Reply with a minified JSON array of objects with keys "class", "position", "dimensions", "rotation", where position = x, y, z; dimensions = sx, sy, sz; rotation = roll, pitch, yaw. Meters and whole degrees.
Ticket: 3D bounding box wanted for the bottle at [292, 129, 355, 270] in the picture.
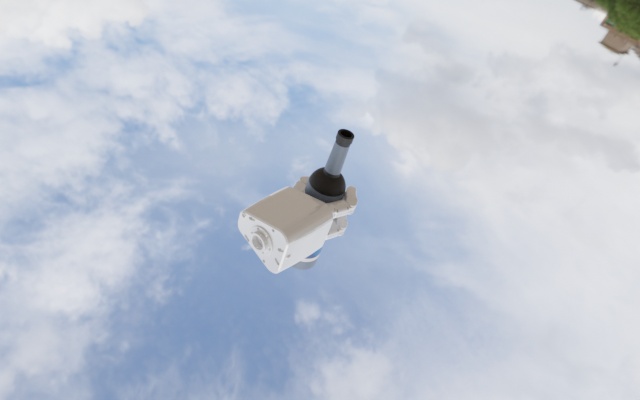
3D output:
[{"class":"bottle","position":[0.000,0.003,0.832],"dimensions":[0.069,0.296,0.069],"rotation":[12,40,-10]}]
